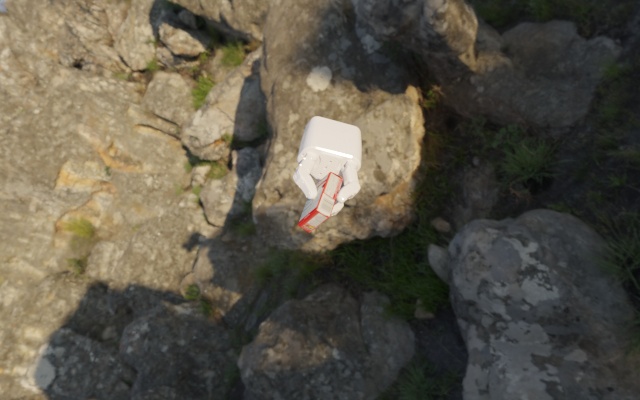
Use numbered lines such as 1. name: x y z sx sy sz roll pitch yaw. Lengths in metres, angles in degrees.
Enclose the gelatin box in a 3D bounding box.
1. gelatin box: 0.000 0.003 0.833 0.030 0.089 0.073 30 -36 -15
